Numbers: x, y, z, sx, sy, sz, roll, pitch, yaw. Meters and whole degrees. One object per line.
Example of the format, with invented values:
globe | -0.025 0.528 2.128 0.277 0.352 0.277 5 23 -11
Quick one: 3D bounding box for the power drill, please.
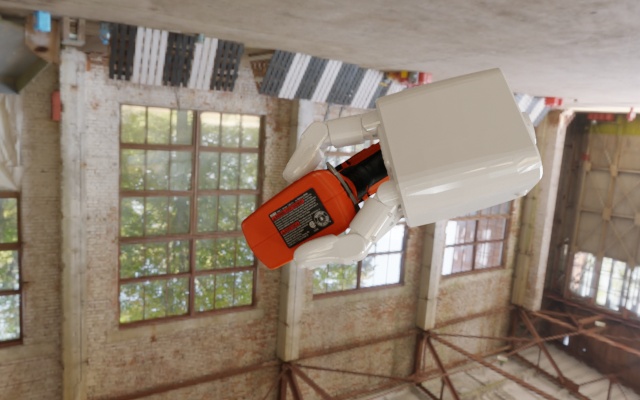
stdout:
power drill | 0.000 0.002 0.485 0.184 0.057 0.187 -34 1 27
